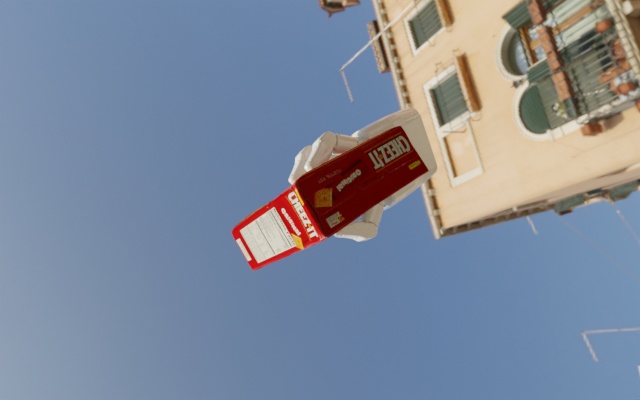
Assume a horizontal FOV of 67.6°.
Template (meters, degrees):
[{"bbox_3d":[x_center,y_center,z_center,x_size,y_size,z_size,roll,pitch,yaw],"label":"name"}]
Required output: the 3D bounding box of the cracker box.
[{"bbox_3d":[0.000,0.002,0.586,0.164,0.072,0.214,-31,0,-32],"label":"cracker box"}]
